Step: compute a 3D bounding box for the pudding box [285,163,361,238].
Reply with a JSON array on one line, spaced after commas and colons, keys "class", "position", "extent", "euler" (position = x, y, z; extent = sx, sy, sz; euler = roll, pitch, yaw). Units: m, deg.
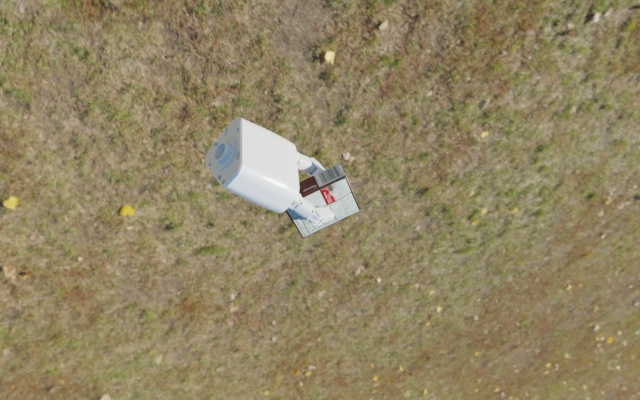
[{"class": "pudding box", "position": [0.000, 0.003, 0.780], "extent": [0.113, 0.039, 0.090], "euler": [-25, -44, 2]}]
